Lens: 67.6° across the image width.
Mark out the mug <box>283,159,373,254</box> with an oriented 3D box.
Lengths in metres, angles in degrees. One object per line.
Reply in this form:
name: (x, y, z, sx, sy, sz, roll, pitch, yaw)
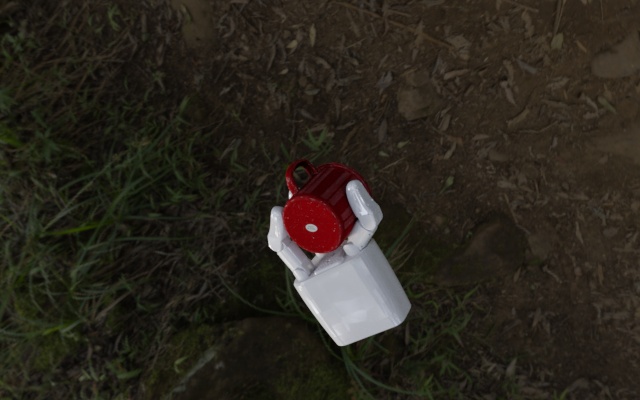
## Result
mug: (-0.001, 0.001, 0.583, 0.093, 0.117, 0.081, -27, 12, 38)
